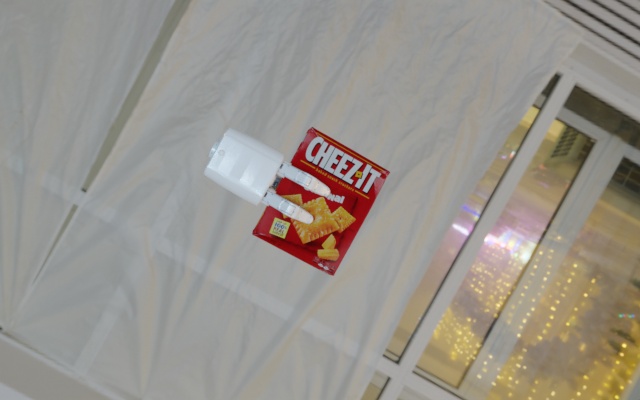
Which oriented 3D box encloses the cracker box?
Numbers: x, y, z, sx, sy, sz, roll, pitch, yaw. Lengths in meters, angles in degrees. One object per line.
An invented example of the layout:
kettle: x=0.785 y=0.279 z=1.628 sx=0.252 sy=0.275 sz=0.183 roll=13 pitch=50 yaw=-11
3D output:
cracker box: x=0.000 y=0.003 z=0.849 sx=0.164 sy=0.213 sz=0.072 roll=29 pitch=0 yaw=-8
